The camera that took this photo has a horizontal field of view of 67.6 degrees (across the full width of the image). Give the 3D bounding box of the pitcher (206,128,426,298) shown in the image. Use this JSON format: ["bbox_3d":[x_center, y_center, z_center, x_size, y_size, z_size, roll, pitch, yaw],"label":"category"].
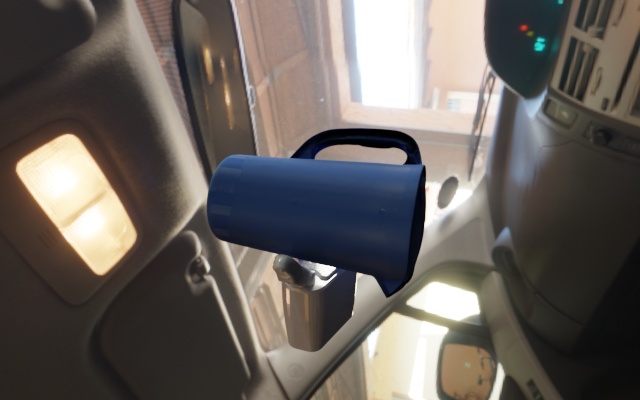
[{"bbox_3d":[0.000,0.002,0.556,0.243,0.145,0.149,8,33,16],"label":"pitcher"}]
